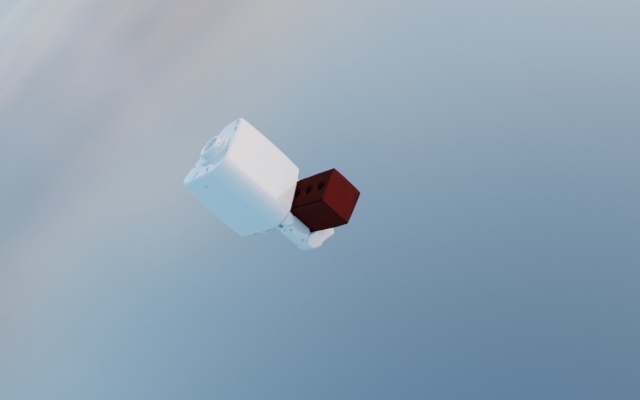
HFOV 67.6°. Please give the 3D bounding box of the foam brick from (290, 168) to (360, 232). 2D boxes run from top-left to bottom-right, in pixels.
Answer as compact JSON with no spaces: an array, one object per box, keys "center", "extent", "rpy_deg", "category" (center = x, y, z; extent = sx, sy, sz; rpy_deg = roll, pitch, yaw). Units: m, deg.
[{"center":[0.000,0.002,0.608],"extent":[0.078,0.053,0.051],"rpy_deg":[-17,-51,43],"category":"foam brick"}]
